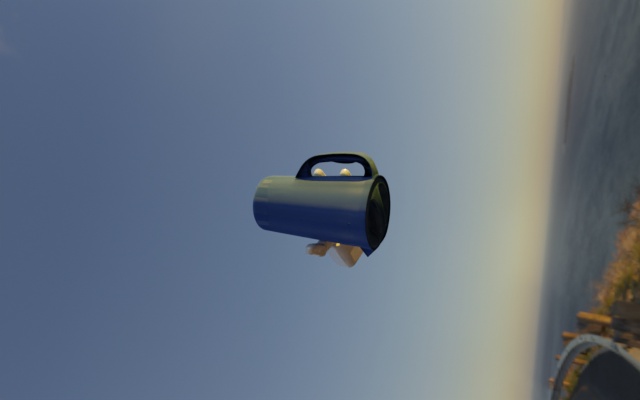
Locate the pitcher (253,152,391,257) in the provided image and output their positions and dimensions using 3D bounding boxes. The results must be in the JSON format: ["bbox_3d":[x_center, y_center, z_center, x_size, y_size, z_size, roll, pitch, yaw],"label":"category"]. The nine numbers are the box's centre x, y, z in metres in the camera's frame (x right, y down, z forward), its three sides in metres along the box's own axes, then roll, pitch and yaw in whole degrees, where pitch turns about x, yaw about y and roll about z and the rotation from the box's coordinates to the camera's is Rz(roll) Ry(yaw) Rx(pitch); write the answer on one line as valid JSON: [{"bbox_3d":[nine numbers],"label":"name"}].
[{"bbox_3d":[0.000,0.003,0.886,0.243,0.149,0.145,5,-28,25],"label":"pitcher"}]
